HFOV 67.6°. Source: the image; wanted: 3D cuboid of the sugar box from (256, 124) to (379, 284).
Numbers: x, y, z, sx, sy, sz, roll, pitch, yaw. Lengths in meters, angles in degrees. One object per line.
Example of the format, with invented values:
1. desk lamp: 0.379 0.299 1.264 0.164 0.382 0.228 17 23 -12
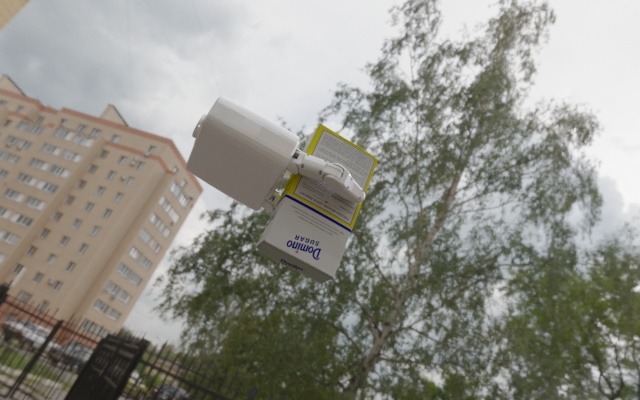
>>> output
1. sugar box: 0.000 0.002 0.584 0.093 0.176 0.048 30 -26 -10
